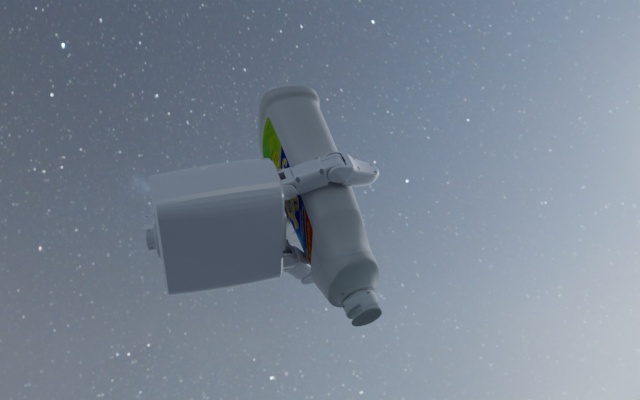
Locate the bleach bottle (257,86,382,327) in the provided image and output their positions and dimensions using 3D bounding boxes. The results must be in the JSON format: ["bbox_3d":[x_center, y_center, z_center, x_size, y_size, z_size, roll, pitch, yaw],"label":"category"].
[{"bbox_3d":[0.000,0.002,0.471,0.068,0.250,0.103,-9,-39,-19],"label":"bleach bottle"}]
